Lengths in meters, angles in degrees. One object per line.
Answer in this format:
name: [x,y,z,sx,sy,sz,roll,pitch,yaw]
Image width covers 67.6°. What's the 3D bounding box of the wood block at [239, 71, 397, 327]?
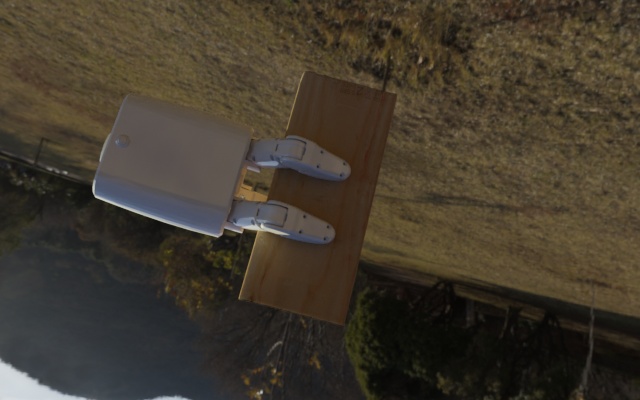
wood block: [0.000,0.002,0.442,0.090,0.206,0.091,15,-13,0]
